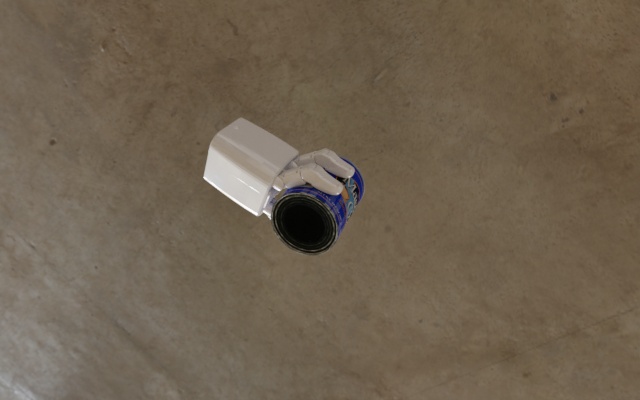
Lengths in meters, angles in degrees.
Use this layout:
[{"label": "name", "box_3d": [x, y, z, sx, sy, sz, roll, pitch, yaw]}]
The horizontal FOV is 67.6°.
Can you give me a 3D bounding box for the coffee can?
[{"label": "coffee can", "box_3d": [0.000, 0.002, 0.725, 0.103, 0.103, 0.140, 0, 27, 23]}]
